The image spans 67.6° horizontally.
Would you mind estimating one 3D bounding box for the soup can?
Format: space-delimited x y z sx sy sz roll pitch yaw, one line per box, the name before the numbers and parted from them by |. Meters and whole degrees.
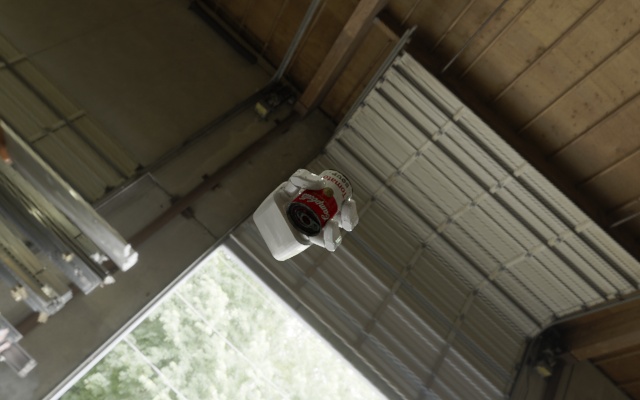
soup can | 0.000 0.002 0.786 0.068 0.068 0.102 0 35 42
